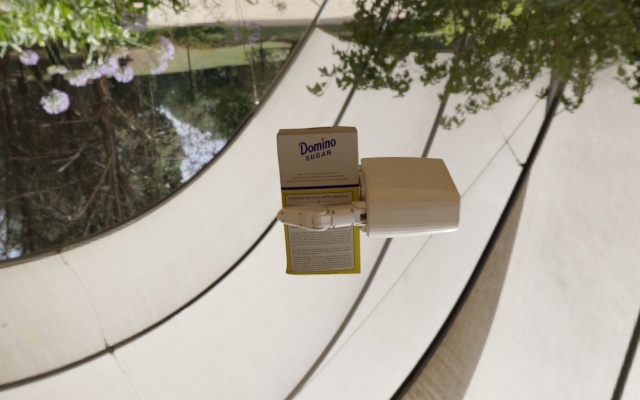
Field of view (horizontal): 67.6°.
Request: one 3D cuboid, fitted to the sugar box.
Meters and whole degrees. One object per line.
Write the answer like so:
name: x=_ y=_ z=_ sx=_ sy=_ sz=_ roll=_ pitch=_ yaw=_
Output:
sugar box: x=0.000 y=0.002 z=0.570 sx=0.093 sy=0.176 sz=0.048 roll=-2 pitch=16 yaw=1
